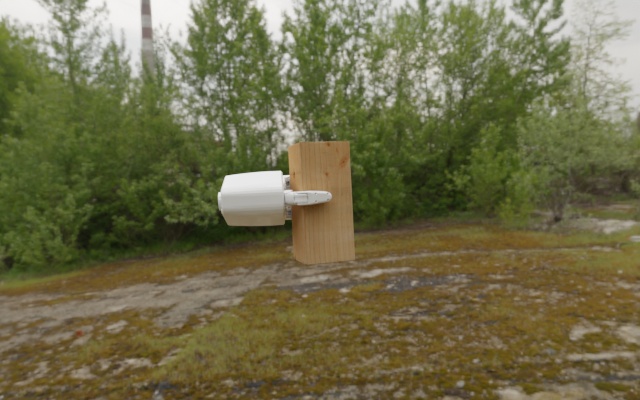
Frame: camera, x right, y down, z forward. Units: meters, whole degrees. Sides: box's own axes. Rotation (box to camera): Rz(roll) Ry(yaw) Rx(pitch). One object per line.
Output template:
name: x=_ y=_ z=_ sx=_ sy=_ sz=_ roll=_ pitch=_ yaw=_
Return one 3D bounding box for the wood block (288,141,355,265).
wood block: x=0.000 y=0.003 z=0.846 sx=0.090 sy=0.206 sz=0.091 roll=-4 pitch=2 yaw=-18
